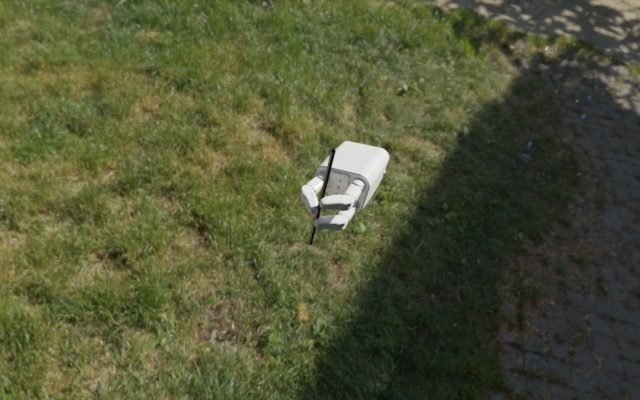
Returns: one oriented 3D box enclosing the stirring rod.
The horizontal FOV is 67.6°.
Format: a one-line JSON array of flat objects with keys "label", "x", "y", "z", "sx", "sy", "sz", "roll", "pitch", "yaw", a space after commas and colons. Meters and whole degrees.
[{"label": "stirring rod", "x": 0.000, "y": 0.003, "z": 0.843, "sx": 0.011, "sy": 0.011, "sz": 0.240, "roll": 0, "pitch": -42, "yaw": -13}]
